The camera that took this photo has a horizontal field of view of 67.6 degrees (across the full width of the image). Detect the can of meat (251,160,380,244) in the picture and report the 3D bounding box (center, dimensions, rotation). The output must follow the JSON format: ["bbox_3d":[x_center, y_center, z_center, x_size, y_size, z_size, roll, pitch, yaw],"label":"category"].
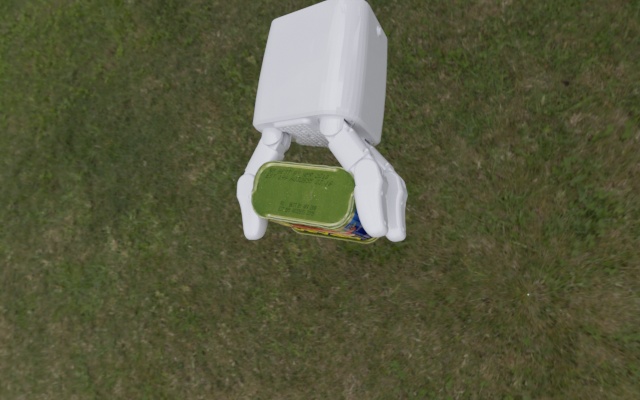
[{"bbox_3d":[0.000,0.001,0.428,0.102,0.057,0.084,7,-8,25],"label":"can of meat"}]
